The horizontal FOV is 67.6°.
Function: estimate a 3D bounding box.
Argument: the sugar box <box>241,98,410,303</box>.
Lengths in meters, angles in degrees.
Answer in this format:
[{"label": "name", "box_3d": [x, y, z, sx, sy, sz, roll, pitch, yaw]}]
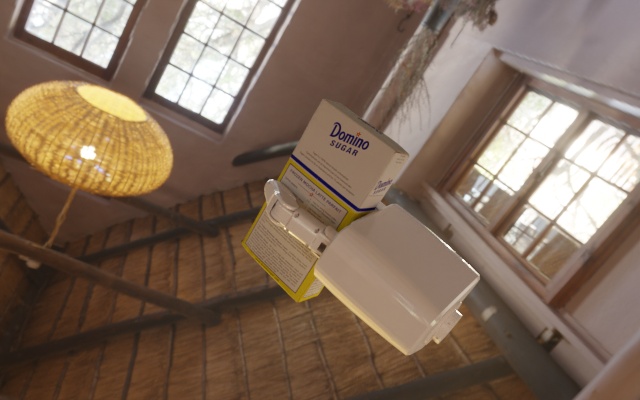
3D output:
[{"label": "sugar box", "box_3d": [0.000, 0.002, 0.466, 0.093, 0.176, 0.048, 41, 19, 23]}]
